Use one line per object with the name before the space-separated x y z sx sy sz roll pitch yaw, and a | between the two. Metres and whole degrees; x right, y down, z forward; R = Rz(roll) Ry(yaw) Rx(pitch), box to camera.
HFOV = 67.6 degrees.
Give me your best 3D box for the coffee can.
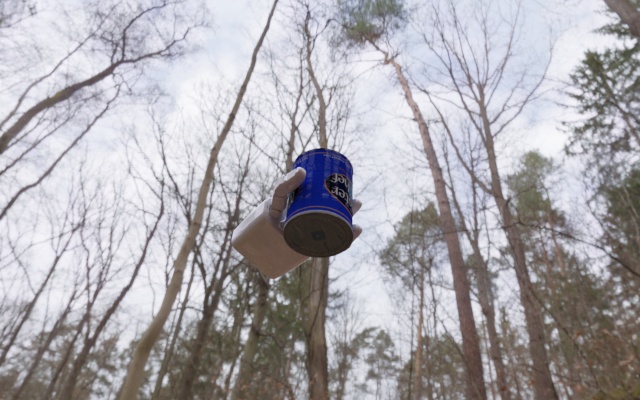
coffee can | 0.000 0.002 0.741 0.103 0.140 0.103 2 -43 2
